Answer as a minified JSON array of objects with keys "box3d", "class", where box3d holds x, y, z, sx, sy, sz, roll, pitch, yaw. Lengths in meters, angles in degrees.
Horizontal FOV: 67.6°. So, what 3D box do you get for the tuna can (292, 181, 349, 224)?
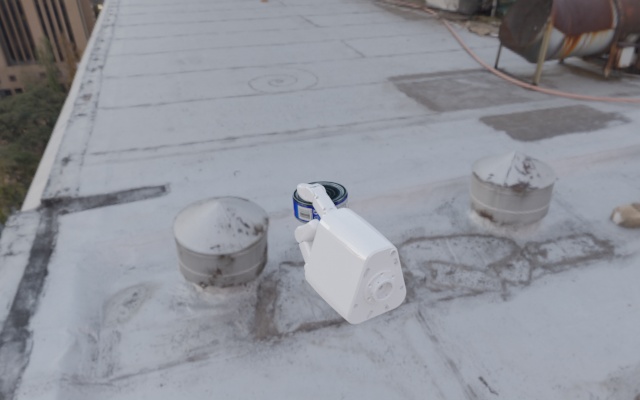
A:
[{"box3d":[0.000,0.002,0.728,0.086,0.034,0.086,-3,27,2],"class":"tuna can"}]
